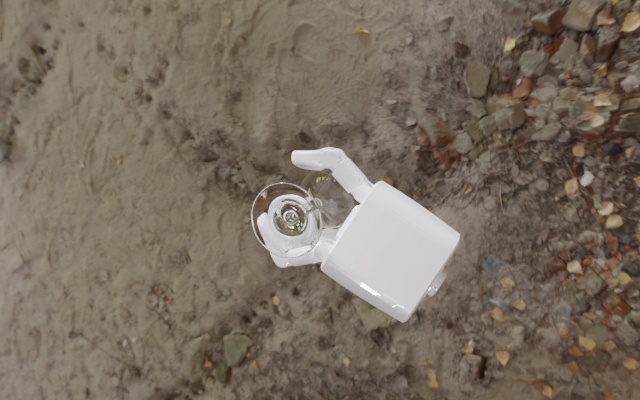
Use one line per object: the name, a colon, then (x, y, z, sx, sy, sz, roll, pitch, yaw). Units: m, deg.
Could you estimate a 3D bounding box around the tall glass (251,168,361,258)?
tall glass: (0.000, 0.002, 0.546, 0.079, 0.079, 0.201, 0, 10, 20)
